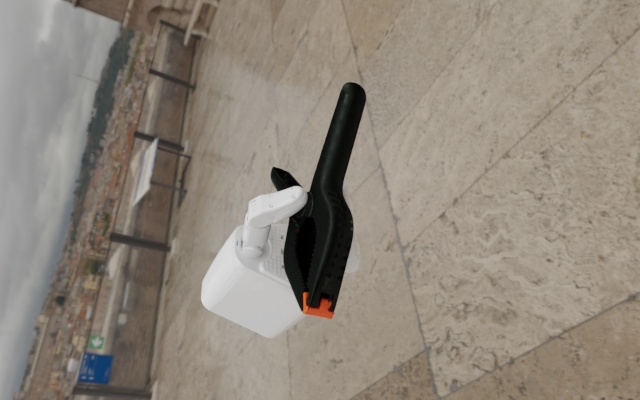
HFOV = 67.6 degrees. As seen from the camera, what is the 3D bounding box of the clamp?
[{"bbox_3d":[-0.001,0.002,0.443,0.036,0.209,0.165,17,-44,-26],"label":"clamp"}]
